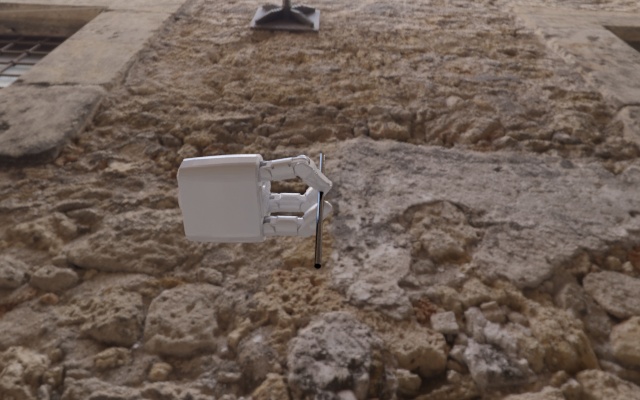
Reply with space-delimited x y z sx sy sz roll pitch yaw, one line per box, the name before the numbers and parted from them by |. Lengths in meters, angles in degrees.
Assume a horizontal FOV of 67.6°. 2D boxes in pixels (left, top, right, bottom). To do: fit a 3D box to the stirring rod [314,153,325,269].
stirring rod | 0.000 0.002 0.620 0.011 0.011 0.239 0 36 2
